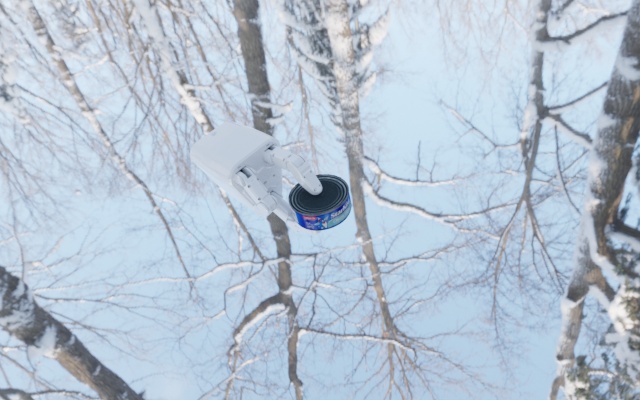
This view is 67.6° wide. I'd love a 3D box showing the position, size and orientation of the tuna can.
[{"bbox_3d":[0.000,0.003,0.669,0.086,0.034,0.086,-8,40,7],"label":"tuna can"}]
